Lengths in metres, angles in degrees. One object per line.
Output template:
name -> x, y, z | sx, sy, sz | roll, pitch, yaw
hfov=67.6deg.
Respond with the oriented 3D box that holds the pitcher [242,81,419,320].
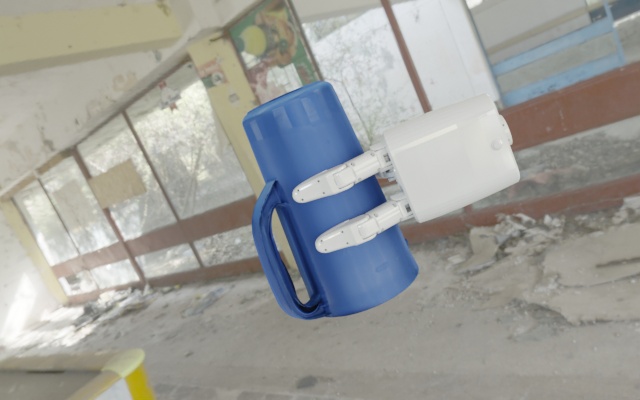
pitcher -> 0.000, 0.002, 0.533 | 0.145, 0.243, 0.149 | -22, 10, 12
